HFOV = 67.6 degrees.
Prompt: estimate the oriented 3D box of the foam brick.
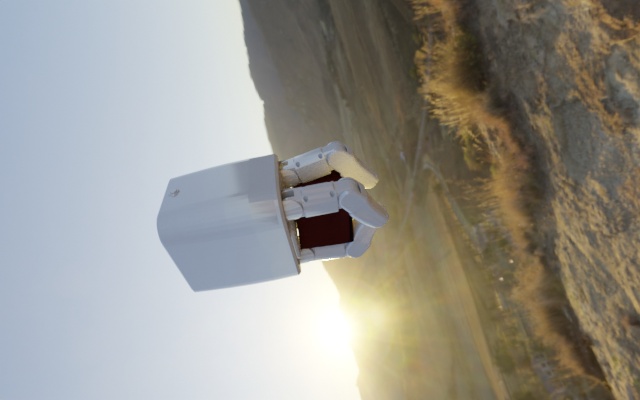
[{"bbox_3d":[0.000,0.001,0.465,0.051,0.053,0.078,-8,31,-2],"label":"foam brick"}]
